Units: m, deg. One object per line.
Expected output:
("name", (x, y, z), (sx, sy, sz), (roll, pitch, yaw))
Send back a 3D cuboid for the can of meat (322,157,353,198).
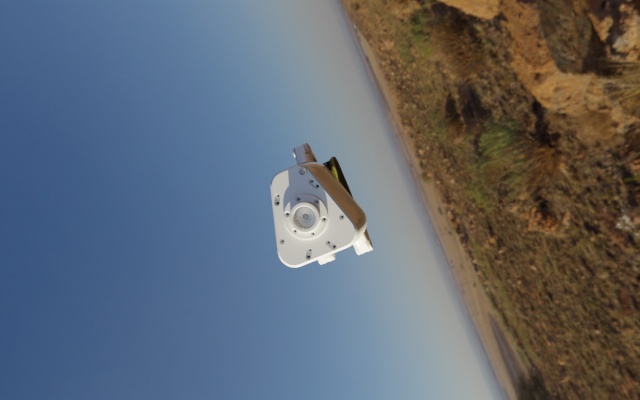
("can of meat", (0.000, 0.002, 0.661), (0.084, 0.102, 0.057), (-22, 2, 9))
